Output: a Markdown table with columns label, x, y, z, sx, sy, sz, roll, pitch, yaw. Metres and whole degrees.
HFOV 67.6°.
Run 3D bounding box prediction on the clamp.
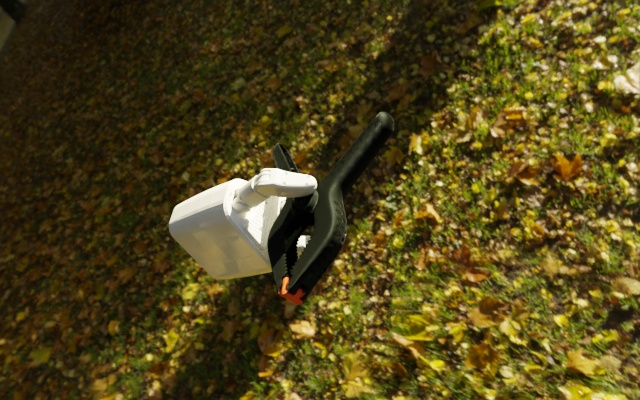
| label | x | y | z | sx | sy | sz | roll | pitch | yaw |
| --- | --- | --- | --- | --- | --- | --- | --- | --- | --- |
| clamp | -0.001 | 0.002 | 0.496 | 0.164 | 0.209 | 0.036 | -18 | -40 | 34 |
